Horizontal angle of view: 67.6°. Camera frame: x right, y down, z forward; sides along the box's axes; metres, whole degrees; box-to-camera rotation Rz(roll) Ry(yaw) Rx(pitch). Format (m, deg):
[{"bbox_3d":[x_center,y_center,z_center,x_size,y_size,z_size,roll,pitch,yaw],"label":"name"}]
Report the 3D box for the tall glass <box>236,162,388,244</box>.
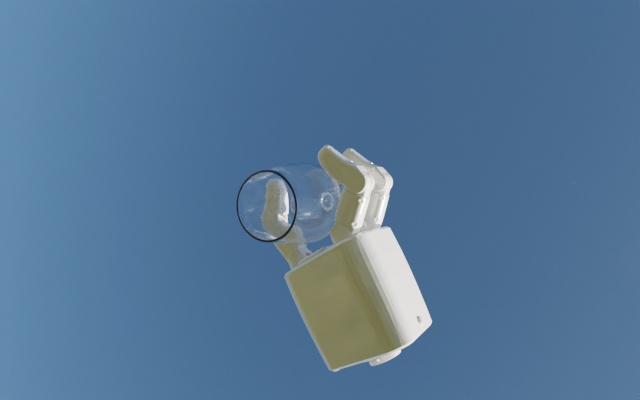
[{"bbox_3d":[0.000,0.001,0.490,0.079,0.079,0.201,0,2,28],"label":"tall glass"}]
